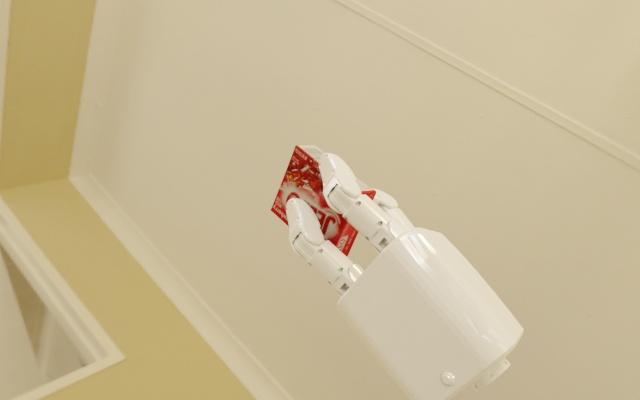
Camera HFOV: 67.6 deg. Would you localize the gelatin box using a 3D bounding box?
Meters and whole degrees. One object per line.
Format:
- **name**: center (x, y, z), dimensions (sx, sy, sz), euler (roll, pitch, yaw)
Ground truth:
- **gelatin box**: center (0.000, 0.001, 0.438), dimensions (0.030, 0.073, 0.089), euler (-5, 36, -47)
